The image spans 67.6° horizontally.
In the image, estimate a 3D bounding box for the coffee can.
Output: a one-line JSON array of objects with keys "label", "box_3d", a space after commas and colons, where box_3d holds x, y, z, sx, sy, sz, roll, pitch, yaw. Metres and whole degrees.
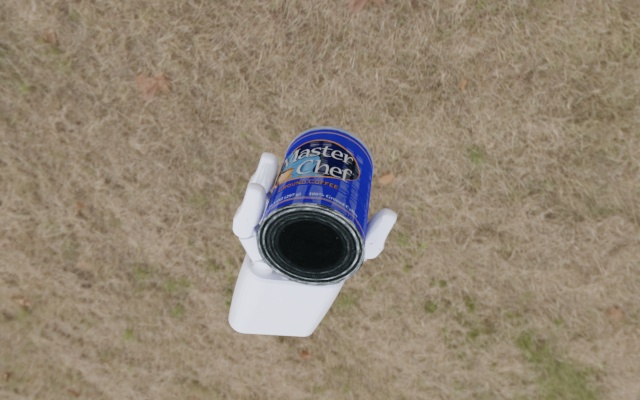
[{"label": "coffee can", "box_3d": [0.000, 0.001, 0.493, 0.103, 0.103, 0.140, 0, 37, 10]}]
